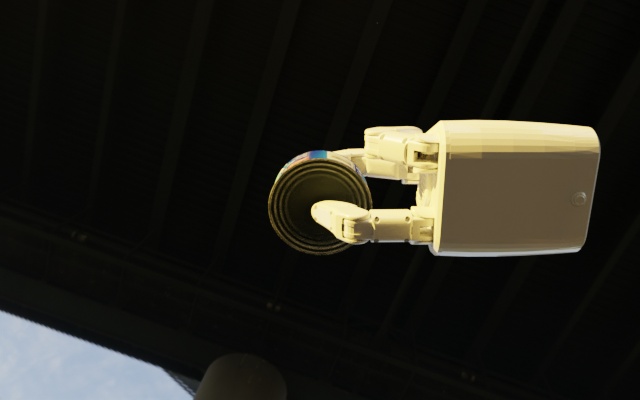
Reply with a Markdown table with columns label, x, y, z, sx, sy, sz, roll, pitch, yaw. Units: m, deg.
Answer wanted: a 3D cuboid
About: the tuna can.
| label | x | y | z | sx | sy | sz | roll | pitch | yaw |
| --- | --- | --- | --- | --- | --- | --- | --- | --- | --- |
| tuna can | 0.000 | 0.001 | 0.409 | 0.086 | 0.086 | 0.033 | 0 | 20 | 1 |
